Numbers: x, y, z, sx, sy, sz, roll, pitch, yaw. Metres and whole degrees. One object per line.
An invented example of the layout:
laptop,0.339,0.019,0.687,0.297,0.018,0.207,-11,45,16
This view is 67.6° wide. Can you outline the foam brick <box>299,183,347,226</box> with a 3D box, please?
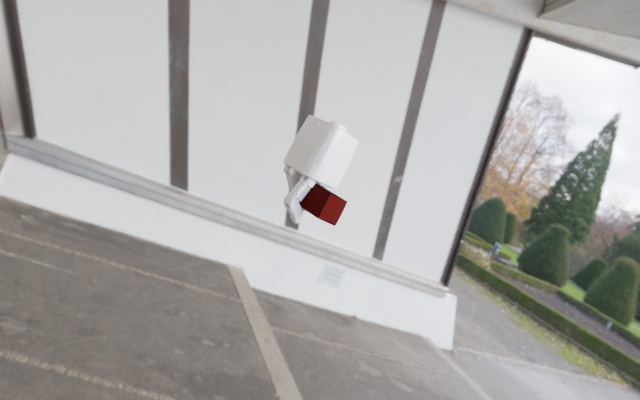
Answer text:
foam brick,0.000,0.003,0.887,0.053,0.051,0.078,25,5,-46
